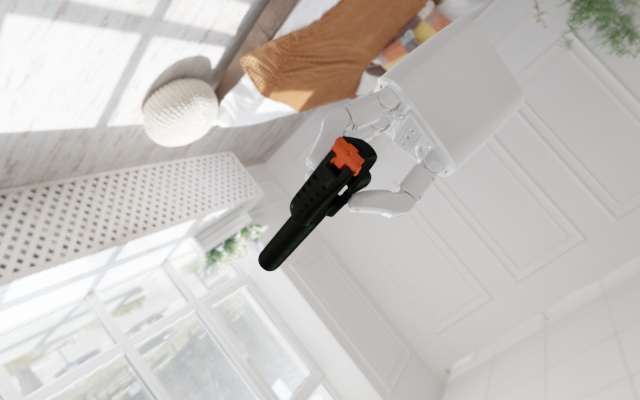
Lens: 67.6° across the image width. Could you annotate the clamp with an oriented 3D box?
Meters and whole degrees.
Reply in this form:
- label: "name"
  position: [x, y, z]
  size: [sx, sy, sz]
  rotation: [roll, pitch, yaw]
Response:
- label: "clamp"
  position: [0.001, 0.002, 0.451]
  size: [0.164, 0.036, 0.210]
  rotation: [-44, -7, -10]
